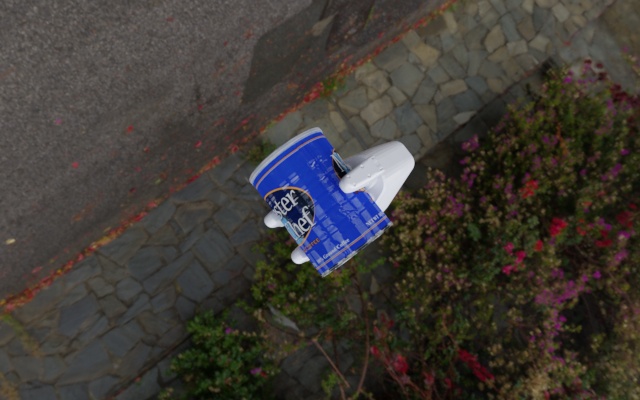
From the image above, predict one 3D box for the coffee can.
[{"bbox_3d":[0.000,0.002,0.552,0.103,0.140,0.103,-37,-5,-4],"label":"coffee can"}]
